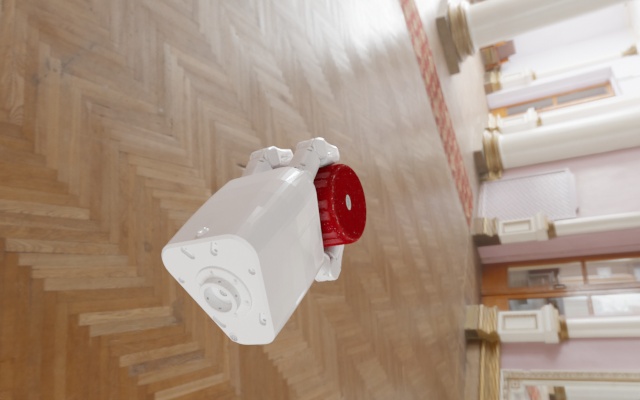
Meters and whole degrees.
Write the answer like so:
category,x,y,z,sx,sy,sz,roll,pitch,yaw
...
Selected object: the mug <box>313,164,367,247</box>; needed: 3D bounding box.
category,x,y,z,sx,sy,sz,roll,pitch,yaw
mug,0.001,0.001,0.505,0.081,0.093,0.117,-9,27,29
